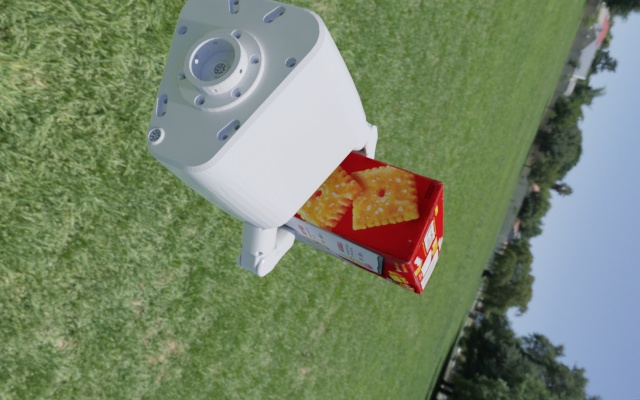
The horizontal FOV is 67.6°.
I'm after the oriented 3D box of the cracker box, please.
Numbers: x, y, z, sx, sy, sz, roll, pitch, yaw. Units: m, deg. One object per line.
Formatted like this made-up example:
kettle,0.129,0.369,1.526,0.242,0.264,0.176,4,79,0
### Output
cracker box,0.000,0.002,0.428,0.213,0.072,0.164,22,-11,21
